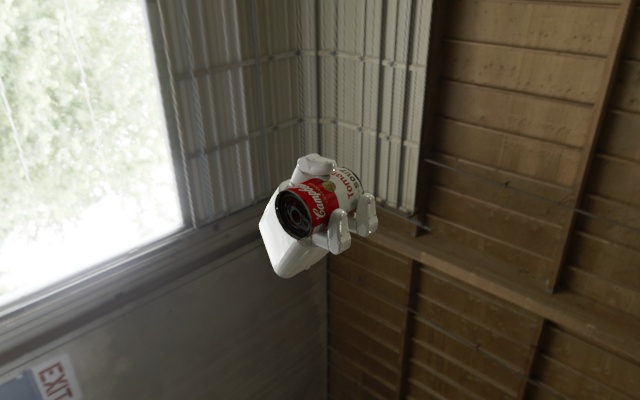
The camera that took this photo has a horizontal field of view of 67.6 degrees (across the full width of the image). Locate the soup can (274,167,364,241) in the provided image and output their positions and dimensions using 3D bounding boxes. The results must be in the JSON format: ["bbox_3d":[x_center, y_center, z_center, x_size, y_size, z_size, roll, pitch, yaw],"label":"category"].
[{"bbox_3d":[0.000,0.002,0.627,0.102,0.068,0.068,-26,17,-38],"label":"soup can"}]
